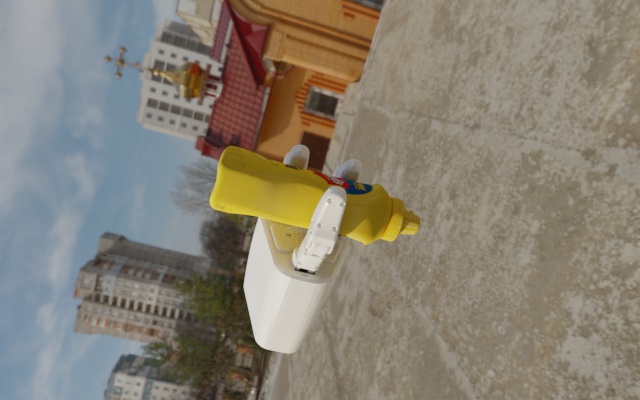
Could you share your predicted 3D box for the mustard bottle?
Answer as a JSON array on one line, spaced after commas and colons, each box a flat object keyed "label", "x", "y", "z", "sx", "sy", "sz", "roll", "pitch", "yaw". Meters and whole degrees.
[{"label": "mustard bottle", "x": 0.000, "y": 0.001, "z": 0.440, "sx": 0.191, "sy": 0.058, "sz": 0.096, "roll": 14, "pitch": 6, "yaw": -9}]
